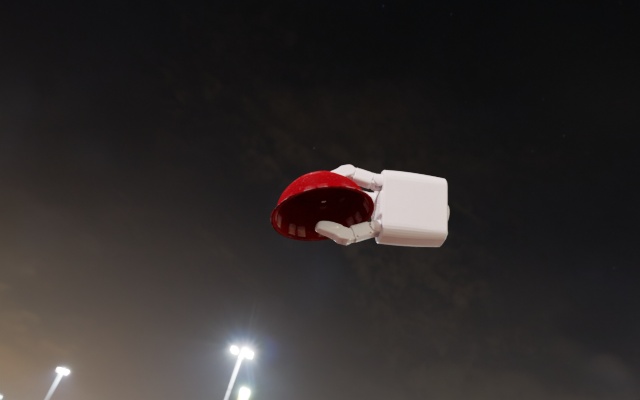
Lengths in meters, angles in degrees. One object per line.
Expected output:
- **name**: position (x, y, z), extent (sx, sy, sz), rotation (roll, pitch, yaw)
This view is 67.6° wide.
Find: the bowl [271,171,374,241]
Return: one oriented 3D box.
- **bowl**: position (-0.001, 0.002, 0.748), extent (0.162, 0.055, 0.162), rotation (-7, -32, -5)
